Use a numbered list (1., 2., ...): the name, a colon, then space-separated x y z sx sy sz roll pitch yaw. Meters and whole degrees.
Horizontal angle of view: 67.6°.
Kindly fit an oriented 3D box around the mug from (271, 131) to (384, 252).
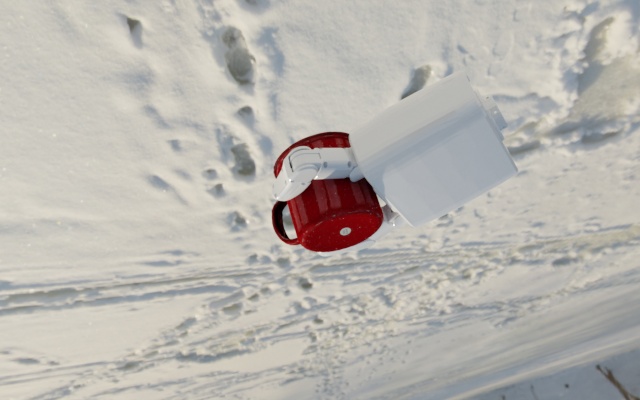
1. mug: -0.001 0.002 0.454 0.117 0.081 0.093 -30 -31 23
